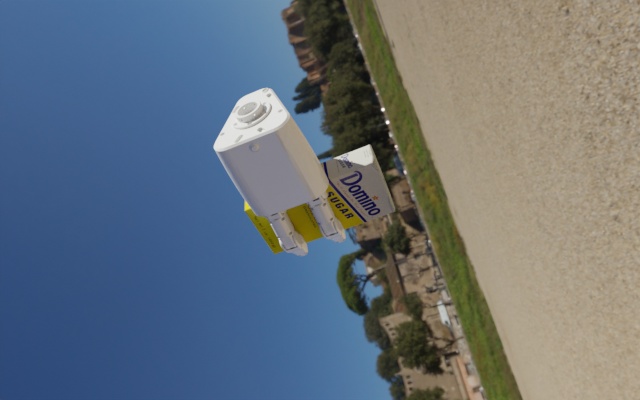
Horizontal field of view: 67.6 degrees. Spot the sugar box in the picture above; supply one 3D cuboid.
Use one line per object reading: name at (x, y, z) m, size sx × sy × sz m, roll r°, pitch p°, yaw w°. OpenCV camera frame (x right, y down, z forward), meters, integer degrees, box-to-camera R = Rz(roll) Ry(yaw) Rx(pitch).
sugar box at (0.000, 0.002, 0.625) m, size 0.176 × 0.093 × 0.048 m, roll -19°, pitch 40°, yaw 12°
